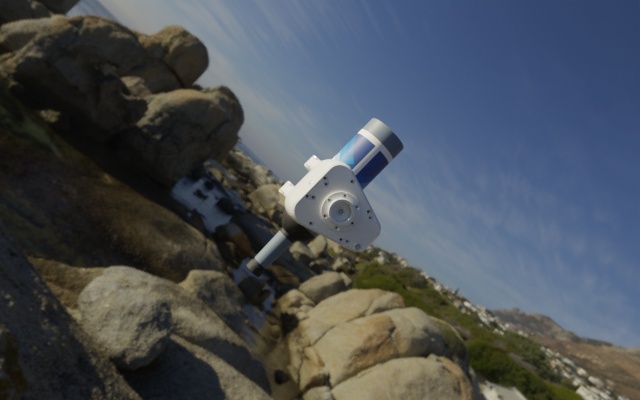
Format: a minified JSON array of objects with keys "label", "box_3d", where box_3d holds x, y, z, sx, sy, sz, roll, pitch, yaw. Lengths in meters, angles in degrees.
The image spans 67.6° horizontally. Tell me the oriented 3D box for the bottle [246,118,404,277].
[{"label":"bottle","box_3d":[0.000,0.002,0.727,0.069,0.295,0.069,45,-1,1]}]
